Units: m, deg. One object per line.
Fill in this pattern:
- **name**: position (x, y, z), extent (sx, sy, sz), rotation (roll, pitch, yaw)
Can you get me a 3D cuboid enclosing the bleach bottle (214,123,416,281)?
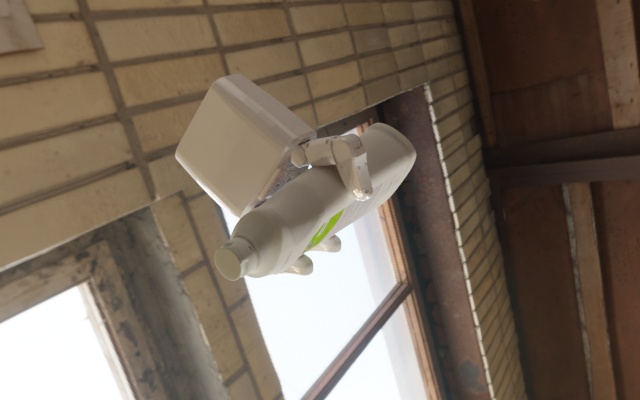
- **bleach bottle**: position (0.000, 0.002, 0.460), extent (0.068, 0.103, 0.250), rotation (41, 38, 14)
